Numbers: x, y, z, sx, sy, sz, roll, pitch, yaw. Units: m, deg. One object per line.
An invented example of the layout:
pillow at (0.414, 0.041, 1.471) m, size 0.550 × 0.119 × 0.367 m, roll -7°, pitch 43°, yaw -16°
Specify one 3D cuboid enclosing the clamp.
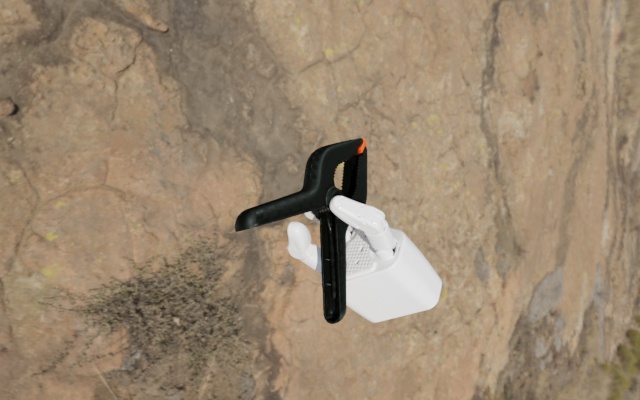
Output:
clamp at (0.001, 0.001, 0.511) m, size 0.036 × 0.210 × 0.165 m, roll -9°, pitch -42°, yaw 40°
